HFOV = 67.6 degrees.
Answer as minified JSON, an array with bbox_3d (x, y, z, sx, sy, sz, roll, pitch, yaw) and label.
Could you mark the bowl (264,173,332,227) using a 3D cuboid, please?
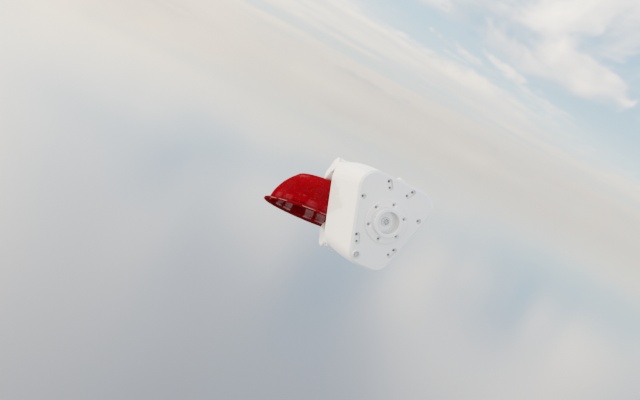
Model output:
[{"bbox_3d":[0.000,0.002,0.714,0.162,0.055,0.162,20,-9,3],"label":"bowl"}]
